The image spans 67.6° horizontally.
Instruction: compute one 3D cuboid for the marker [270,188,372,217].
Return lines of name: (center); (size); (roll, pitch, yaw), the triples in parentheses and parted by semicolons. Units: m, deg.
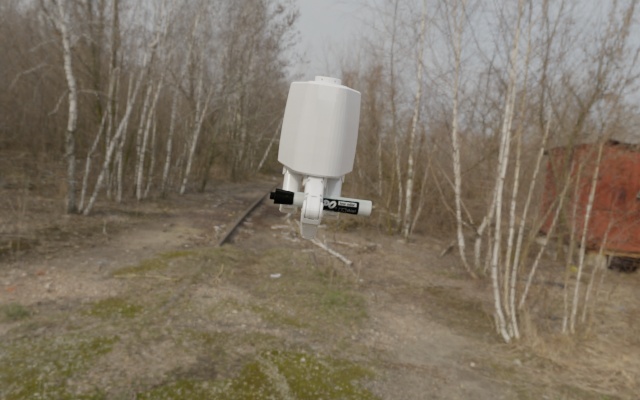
marker: (0.000, 0.002, 0.568); (0.121, 0.020, 0.020); (8, -1, -4)
